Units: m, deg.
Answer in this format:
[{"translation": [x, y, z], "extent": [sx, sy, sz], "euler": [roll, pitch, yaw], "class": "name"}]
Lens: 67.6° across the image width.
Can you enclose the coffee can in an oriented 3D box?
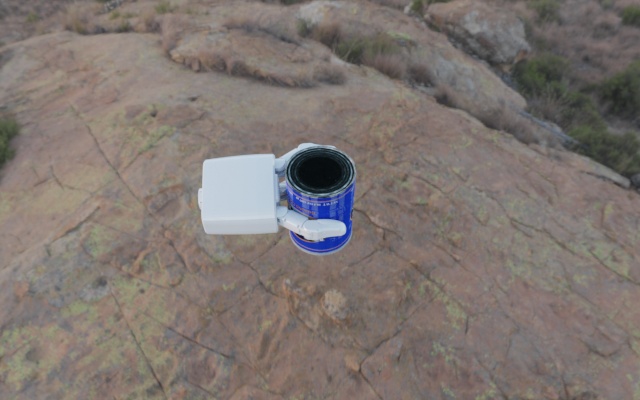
[{"translation": [0.000, 0.003, 0.727], "extent": [0.103, 0.102, 0.140], "euler": [0, -41, 0], "class": "coffee can"}]
